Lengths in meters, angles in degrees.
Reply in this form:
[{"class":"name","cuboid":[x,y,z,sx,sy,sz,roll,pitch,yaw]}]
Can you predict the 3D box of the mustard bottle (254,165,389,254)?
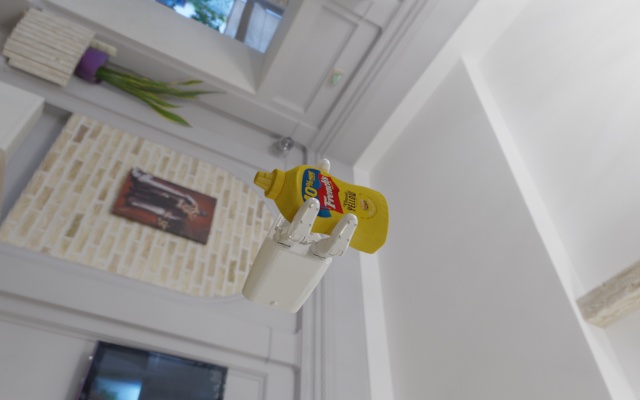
[{"class":"mustard bottle","cuboid":[0.000,0.002,0.651,0.191,0.096,0.058,21,-40,-19]}]
